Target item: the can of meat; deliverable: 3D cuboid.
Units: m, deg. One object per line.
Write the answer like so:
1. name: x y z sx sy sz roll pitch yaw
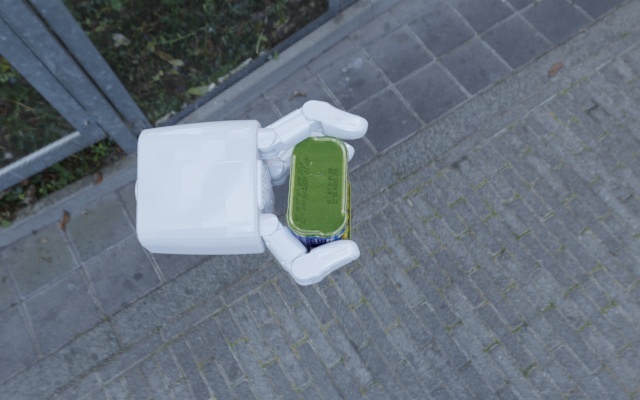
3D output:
1. can of meat: 0.000 0.001 0.448 0.057 0.102 0.084 0 -24 4
